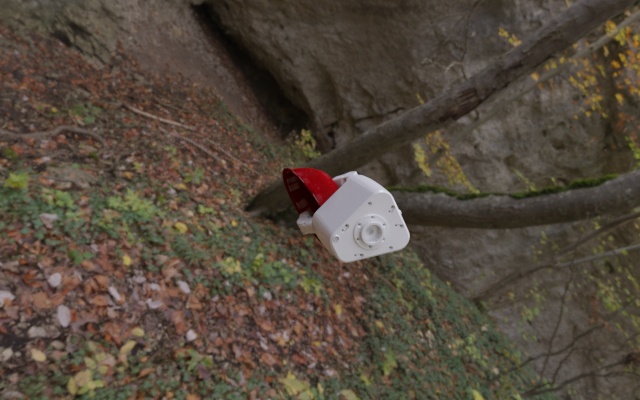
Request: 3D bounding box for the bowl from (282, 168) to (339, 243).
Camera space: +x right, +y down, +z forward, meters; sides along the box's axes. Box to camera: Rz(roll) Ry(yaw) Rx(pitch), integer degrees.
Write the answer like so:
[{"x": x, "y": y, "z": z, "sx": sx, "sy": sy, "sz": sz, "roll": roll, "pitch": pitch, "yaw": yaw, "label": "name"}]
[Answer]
[{"x": 0.000, "y": 0.002, "z": 0.817, "sx": 0.055, "sy": 0.162, "sz": 0.162, "roll": -32, "pitch": 9, "yaw": -16, "label": "bowl"}]
